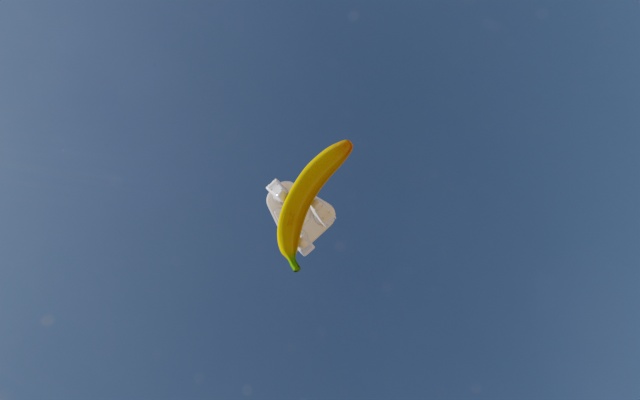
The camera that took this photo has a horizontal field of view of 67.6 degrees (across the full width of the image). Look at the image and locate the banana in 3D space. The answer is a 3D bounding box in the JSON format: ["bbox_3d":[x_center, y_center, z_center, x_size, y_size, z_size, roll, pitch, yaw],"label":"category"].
[{"bbox_3d":[-0.017,-0.001,0.681,0.069,0.198,0.037,21,-2,26],"label":"banana"}]
